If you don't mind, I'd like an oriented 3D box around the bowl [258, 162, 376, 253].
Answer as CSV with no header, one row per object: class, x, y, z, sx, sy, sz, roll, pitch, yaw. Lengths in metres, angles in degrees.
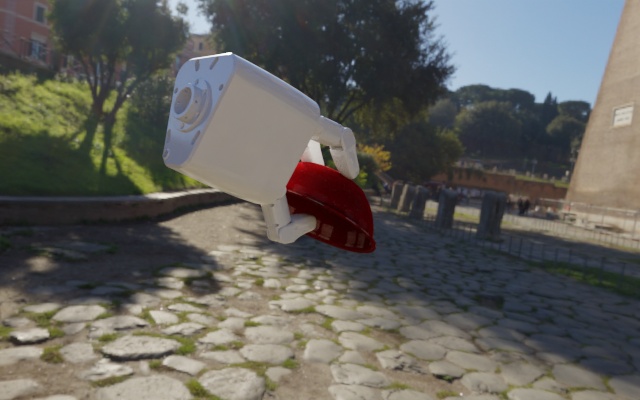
bowl,0.001,0.002,0.561,0.162,0.055,0.162,24,-17,8
